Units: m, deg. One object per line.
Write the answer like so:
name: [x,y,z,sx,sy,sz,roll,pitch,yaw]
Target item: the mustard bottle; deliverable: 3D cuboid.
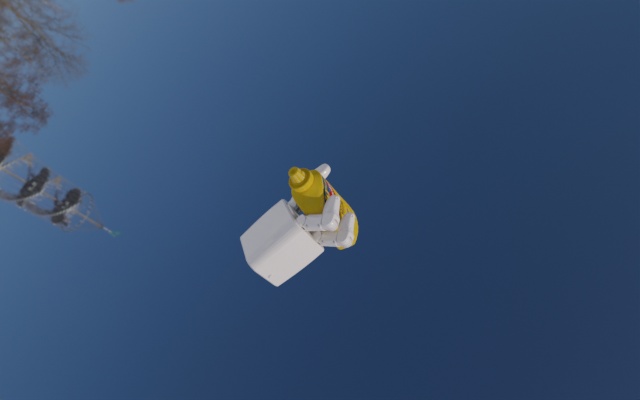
mustard bottle: [0.001,0.003,0.824,0.058,0.096,0.192,-21,-40,19]
